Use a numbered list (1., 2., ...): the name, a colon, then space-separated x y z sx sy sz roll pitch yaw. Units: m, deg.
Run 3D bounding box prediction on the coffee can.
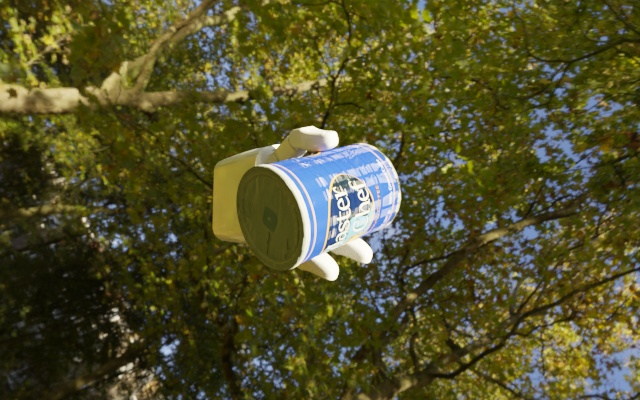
1. coffee can: 0.000 0.002 0.494 0.140 0.103 0.103 -18 12 -42
